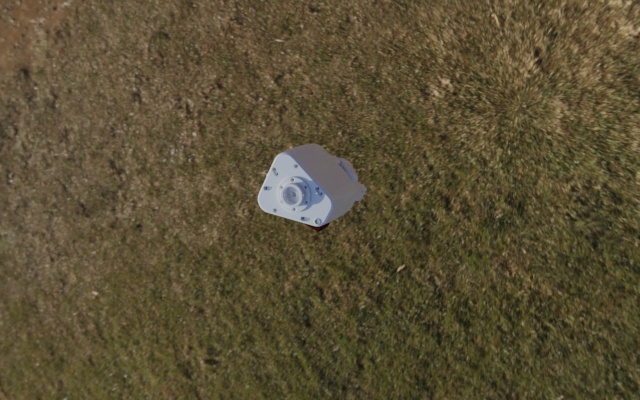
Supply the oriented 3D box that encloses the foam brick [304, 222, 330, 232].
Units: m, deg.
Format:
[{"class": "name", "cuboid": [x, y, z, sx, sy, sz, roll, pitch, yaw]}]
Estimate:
[{"class": "foam brick", "cuboid": [0.000, 0.003, 0.774, 0.053, 0.078, 0.051, 31, 21, 12]}]
